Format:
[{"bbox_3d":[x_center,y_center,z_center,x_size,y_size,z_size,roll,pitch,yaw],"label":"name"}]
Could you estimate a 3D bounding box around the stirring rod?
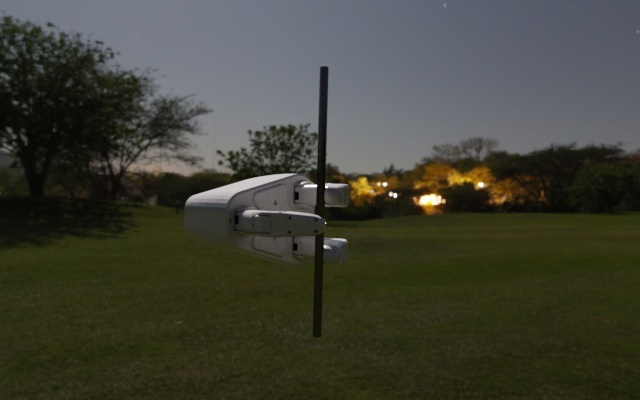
[{"bbox_3d":[0.000,0.001,0.427,0.011,0.239,0.011,2,0,0],"label":"stirring rod"}]
